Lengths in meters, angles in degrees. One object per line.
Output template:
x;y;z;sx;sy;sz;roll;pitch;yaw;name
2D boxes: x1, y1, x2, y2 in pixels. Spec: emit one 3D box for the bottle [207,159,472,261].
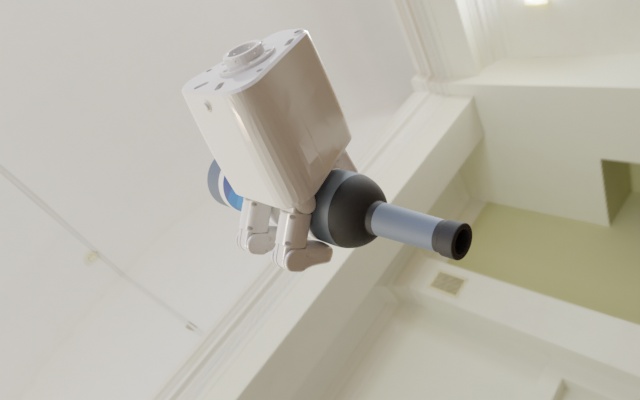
0.000;0.001;0.440;0.069;0.069;0.295;0;11;-44;bottle
